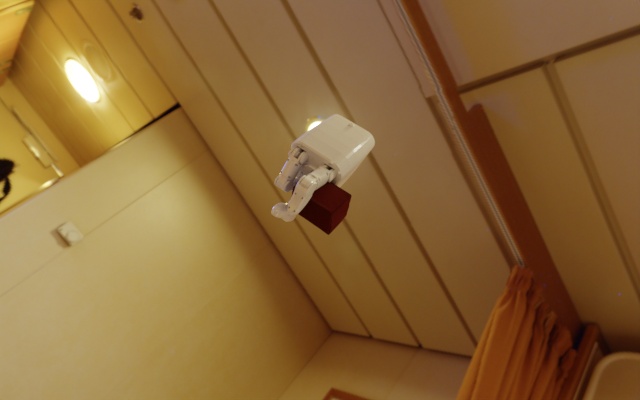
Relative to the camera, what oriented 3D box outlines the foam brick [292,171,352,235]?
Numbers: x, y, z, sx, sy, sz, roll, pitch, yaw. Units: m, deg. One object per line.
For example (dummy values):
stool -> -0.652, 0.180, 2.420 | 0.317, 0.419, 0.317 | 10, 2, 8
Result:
foam brick -> 0.000, 0.003, 0.731 | 0.078, 0.053, 0.051 | 34, 52, 19
